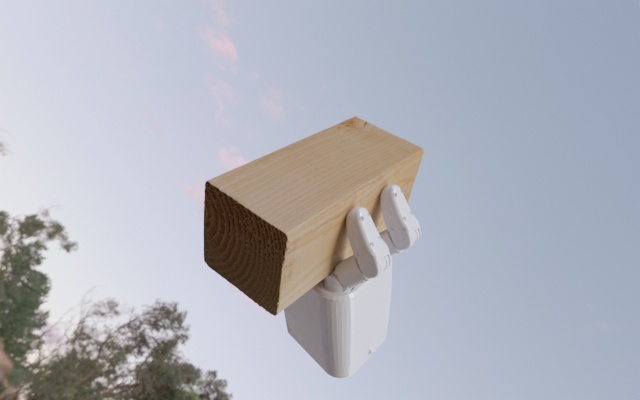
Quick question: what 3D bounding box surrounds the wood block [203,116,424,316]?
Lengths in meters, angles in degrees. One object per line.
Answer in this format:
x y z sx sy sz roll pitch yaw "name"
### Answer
0.000 0.002 0.449 0.091 0.090 0.206 30 39 26 "wood block"
